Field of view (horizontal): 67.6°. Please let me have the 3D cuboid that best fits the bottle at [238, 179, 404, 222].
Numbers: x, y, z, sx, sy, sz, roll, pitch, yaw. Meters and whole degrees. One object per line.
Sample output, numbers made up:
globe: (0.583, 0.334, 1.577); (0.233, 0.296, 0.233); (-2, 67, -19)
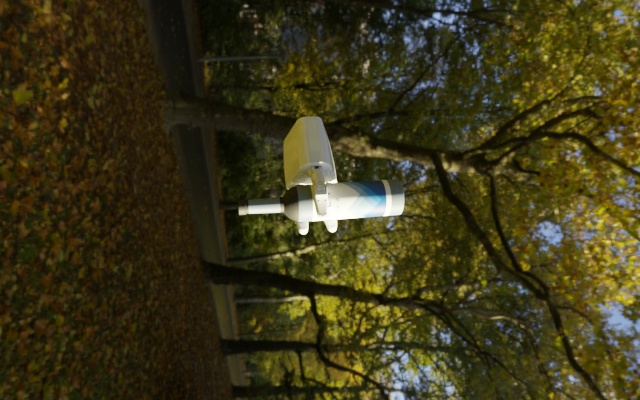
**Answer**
bottle: (0.000, 0.003, 0.865); (0.296, 0.069, 0.069); (-4, 0, -9)
